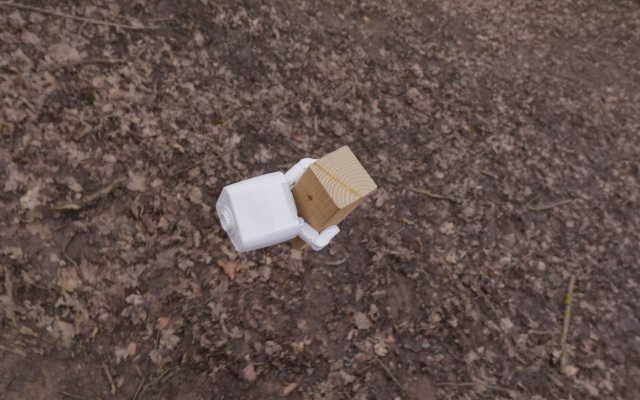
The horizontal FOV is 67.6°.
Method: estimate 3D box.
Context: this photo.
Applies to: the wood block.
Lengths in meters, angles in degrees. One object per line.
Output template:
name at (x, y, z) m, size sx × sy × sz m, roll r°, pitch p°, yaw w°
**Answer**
wood block at (0.000, 0.003, 0.859) m, size 0.090 × 0.091 × 0.206 m, roll -30°, pitch -10°, yaw -32°
